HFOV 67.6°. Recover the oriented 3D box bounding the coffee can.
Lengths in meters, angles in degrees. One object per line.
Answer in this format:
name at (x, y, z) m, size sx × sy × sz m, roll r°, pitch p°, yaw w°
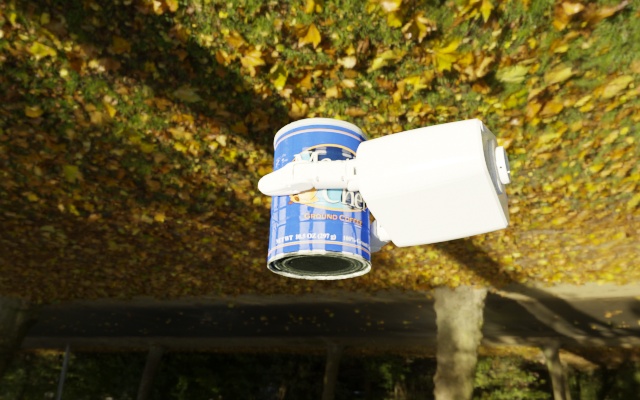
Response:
coffee can at (0.000, 0.001, 0.494) m, size 0.103 × 0.140 × 0.103 m, roll 1°, pitch -22°, yaw 0°
